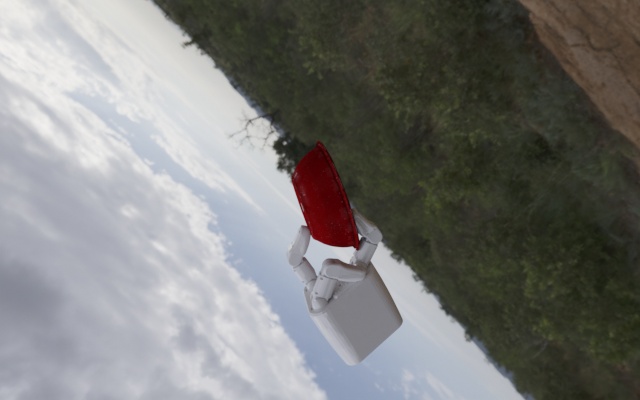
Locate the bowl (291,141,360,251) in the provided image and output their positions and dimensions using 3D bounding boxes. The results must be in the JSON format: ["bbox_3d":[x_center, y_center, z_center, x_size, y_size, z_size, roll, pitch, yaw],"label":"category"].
[{"bbox_3d":[-0.001,0.001,0.662,0.055,0.162,0.162,-20,2,-5],"label":"bowl"}]
